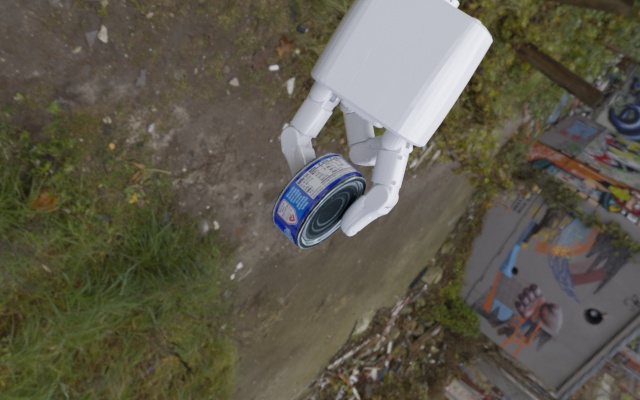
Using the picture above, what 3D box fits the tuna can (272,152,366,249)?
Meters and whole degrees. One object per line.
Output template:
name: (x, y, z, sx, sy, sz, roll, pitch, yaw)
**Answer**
tuna can: (0.000, 0.002, 0.422, 0.033, 0.086, 0.086, 43, 19, 22)
